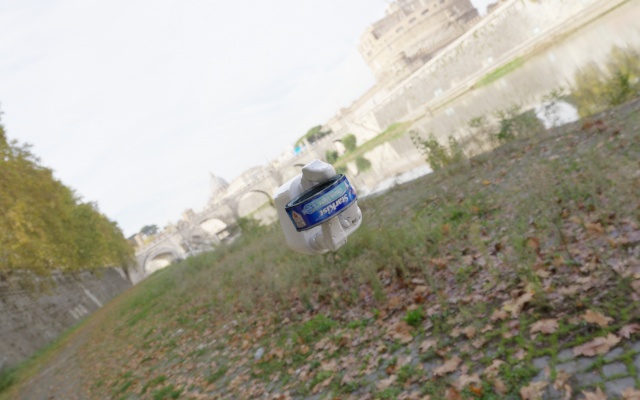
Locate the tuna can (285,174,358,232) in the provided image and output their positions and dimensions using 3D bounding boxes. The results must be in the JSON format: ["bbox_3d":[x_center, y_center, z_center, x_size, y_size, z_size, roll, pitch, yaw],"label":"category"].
[{"bbox_3d":[0.000,0.001,0.580,0.086,0.034,0.086,-29,9,5],"label":"tuna can"}]
